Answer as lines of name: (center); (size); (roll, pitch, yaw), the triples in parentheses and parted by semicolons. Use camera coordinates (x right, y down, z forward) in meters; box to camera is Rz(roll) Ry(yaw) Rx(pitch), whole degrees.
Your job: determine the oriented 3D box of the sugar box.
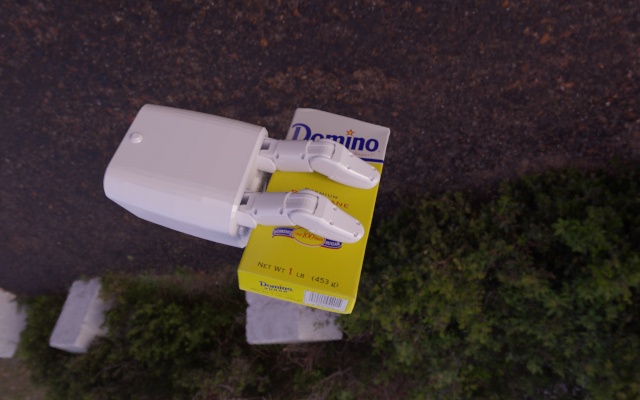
sugar box: (0.000, 0.001, 0.413); (0.093, 0.176, 0.048); (14, -31, 2)
